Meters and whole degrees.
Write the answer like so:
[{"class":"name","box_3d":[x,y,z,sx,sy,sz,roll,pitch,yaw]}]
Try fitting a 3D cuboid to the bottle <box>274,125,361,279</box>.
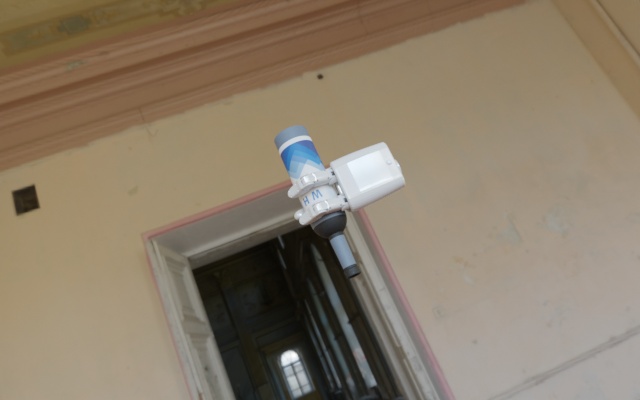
[{"class":"bottle","box_3d":[0.000,0.003,0.869,0.069,0.295,0.069,-22,-18,-7]}]
